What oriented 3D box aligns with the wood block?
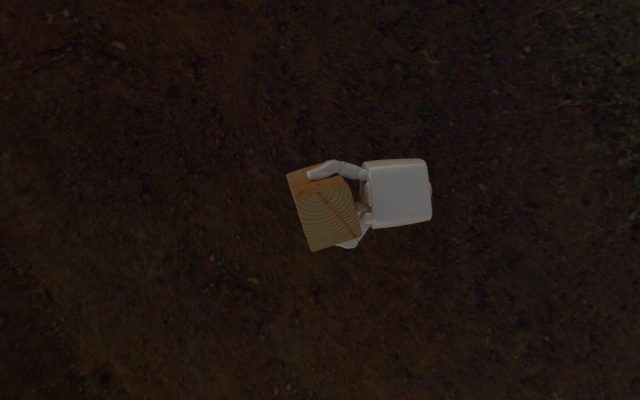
[{"bbox_3d":[0.000,0.002,0.846,0.090,0.091,0.206,-17,16,-4],"label":"wood block"}]
